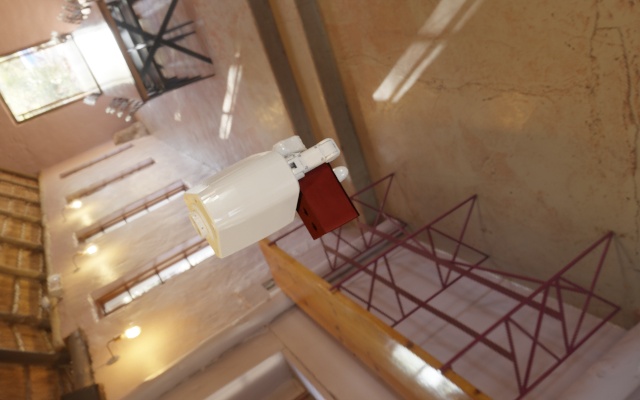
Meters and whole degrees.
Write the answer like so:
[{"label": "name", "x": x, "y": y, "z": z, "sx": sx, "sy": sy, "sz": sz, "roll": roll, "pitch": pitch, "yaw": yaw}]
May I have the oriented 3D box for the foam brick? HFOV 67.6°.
[{"label": "foam brick", "x": 0.000, "y": 0.002, "z": 0.588, "sx": 0.051, "sy": 0.078, "sz": 0.053, "roll": -30, "pitch": -3, "yaw": -23}]
